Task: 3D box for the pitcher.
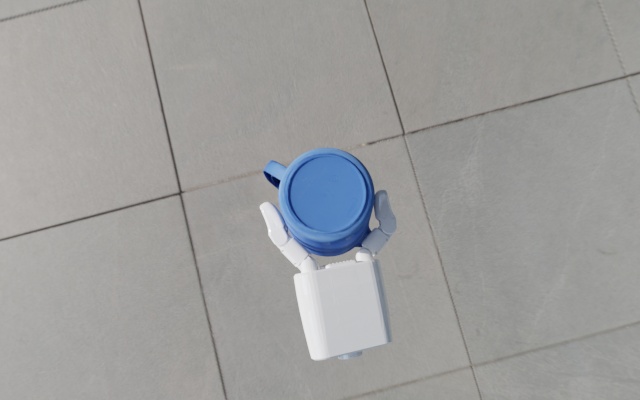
[{"bbox_3d":[0.000,0.002,0.641,0.149,0.145,0.243,-10,-8,0],"label":"pitcher"}]
